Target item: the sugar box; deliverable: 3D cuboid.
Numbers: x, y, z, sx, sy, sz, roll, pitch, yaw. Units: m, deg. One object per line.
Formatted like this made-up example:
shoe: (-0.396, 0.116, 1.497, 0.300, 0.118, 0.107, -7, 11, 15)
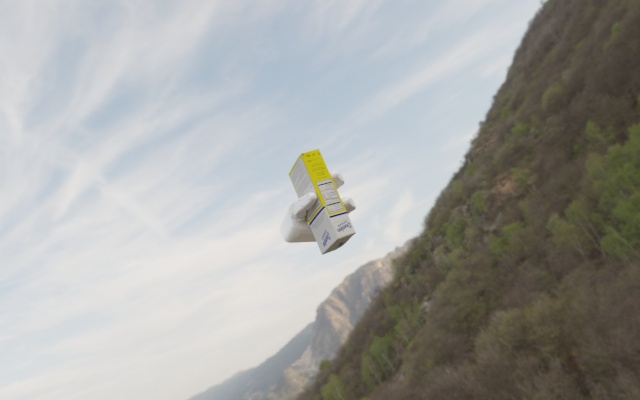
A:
sugar box: (0.001, 0.003, 0.889, 0.048, 0.176, 0.093, -18, -16, -26)
